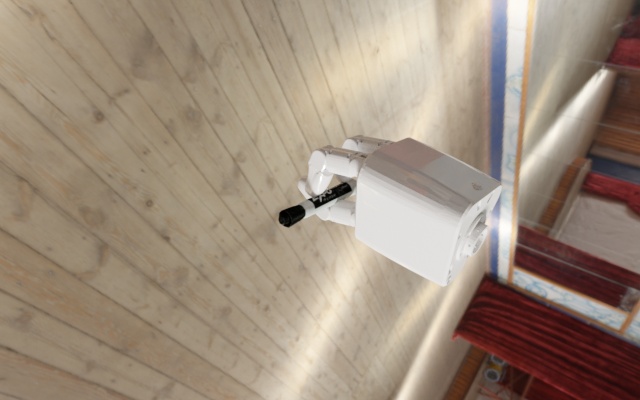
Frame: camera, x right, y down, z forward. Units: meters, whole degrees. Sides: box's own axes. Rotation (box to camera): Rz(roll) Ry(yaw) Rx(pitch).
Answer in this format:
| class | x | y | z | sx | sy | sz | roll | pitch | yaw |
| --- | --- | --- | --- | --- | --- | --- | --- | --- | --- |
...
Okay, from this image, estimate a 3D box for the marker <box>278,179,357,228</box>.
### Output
| class | x | y | z | sx | sy | sz | roll | pitch | yaw |
| --- | --- | --- | --- | --- | --- | --- | --- | --- | --- |
| marker | 0.000 | 0.002 | 0.514 | 0.020 | 0.020 | 0.121 | 0 | 18 | 42 |
